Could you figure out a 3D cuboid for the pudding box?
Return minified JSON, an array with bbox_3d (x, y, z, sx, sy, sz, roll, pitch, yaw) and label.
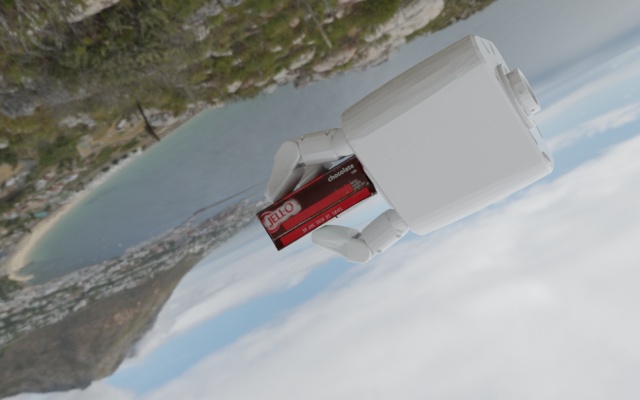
[{"bbox_3d":[0.000,0.001,0.411,0.090,0.039,0.113,-30,-3,3],"label":"pudding box"}]
